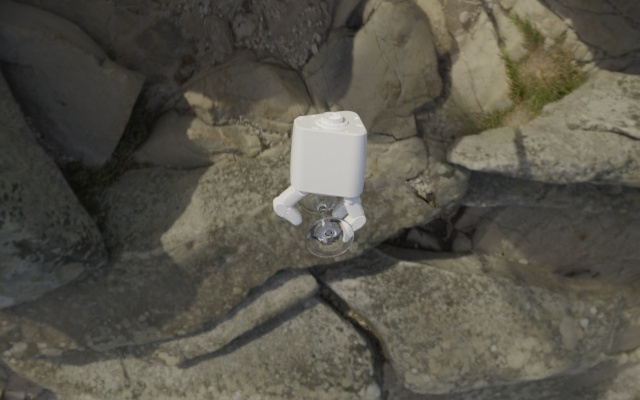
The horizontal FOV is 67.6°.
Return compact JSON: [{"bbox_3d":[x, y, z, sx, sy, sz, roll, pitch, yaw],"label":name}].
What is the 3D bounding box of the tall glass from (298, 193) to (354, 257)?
[{"bbox_3d":[0.000,0.003,0.794,0.079,0.079,0.201,0,32,-9],"label":"tall glass"}]
